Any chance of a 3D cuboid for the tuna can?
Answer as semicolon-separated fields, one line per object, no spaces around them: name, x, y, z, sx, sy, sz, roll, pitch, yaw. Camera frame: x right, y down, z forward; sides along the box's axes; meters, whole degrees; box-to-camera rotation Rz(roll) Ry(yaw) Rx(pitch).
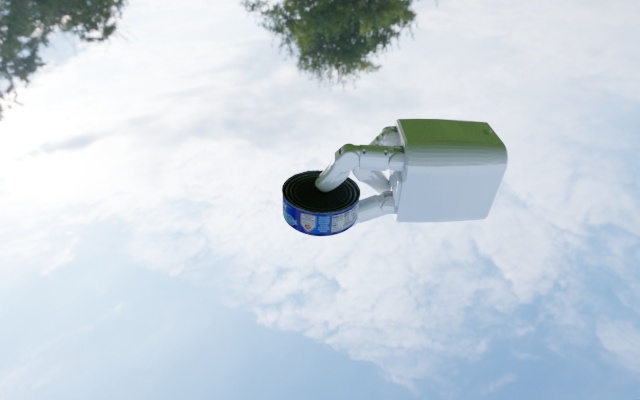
tuna can;0.000;0.002;0.526;0.086;0.034;0.086;2;34;-1
